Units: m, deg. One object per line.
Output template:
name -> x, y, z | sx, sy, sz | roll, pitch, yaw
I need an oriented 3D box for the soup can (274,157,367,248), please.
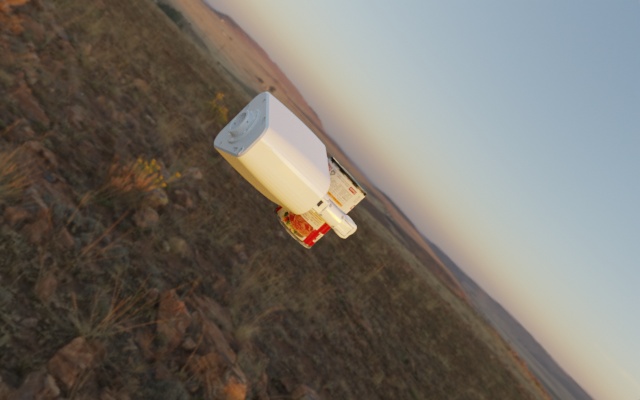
soup can -> 0.001, 0.002, 0.610 | 0.102, 0.068, 0.068 | -43, -6, 6
